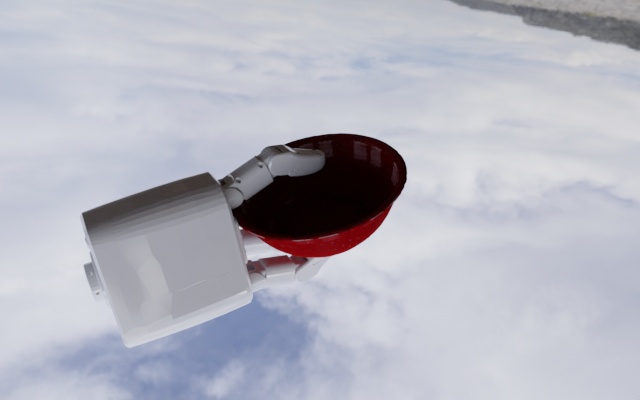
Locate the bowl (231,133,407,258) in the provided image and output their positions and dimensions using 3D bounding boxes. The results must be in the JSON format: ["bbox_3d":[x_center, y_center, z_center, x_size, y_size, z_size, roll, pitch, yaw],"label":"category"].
[{"bbox_3d":[0.001,0.001,0.439,0.162,0.055,0.162,-9,36,7],"label":"bowl"}]
